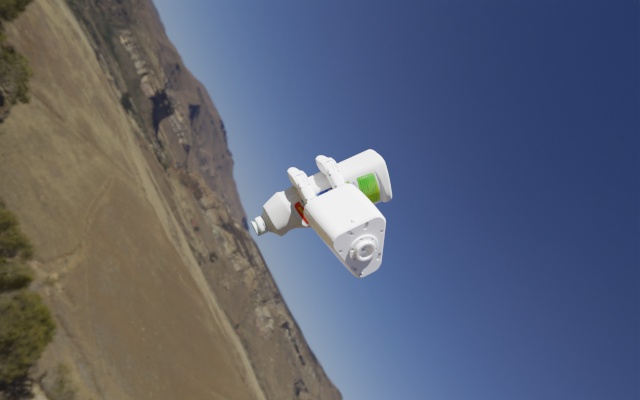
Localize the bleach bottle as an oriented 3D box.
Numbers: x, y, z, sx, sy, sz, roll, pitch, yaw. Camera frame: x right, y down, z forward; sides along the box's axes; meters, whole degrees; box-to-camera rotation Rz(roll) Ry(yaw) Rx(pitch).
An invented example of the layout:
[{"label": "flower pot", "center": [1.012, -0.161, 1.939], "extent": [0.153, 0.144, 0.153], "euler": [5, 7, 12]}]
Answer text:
[{"label": "bleach bottle", "center": [0.000, 0.003, 0.846], "extent": [0.251, 0.103, 0.068], "euler": [-25, 36, -12]}]
